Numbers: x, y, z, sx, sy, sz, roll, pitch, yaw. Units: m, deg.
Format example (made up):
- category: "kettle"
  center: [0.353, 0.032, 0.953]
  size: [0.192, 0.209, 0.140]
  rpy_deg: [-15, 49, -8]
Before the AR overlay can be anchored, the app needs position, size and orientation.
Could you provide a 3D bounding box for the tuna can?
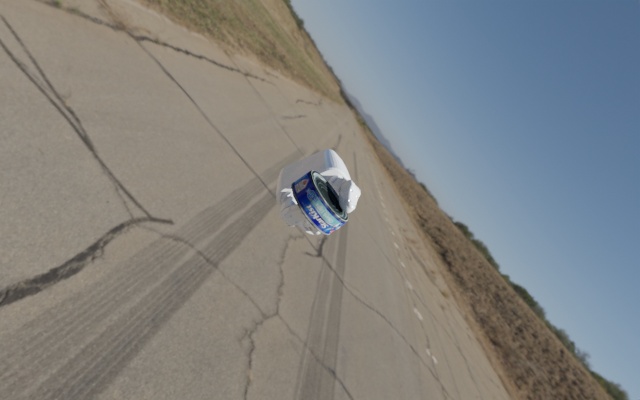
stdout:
- category: "tuna can"
  center: [0.001, 0.002, 0.640]
  size: [0.034, 0.086, 0.086]
  rpy_deg: [-35, -10, 14]
